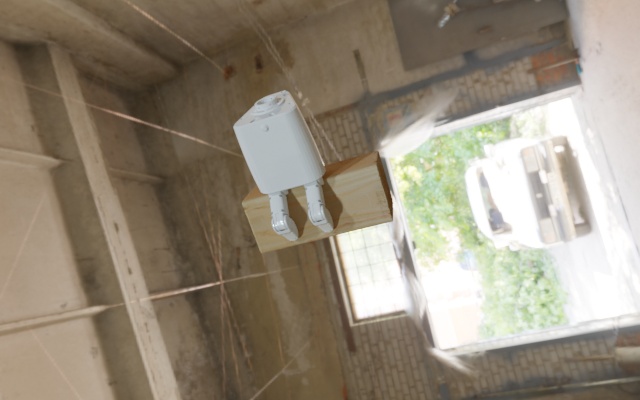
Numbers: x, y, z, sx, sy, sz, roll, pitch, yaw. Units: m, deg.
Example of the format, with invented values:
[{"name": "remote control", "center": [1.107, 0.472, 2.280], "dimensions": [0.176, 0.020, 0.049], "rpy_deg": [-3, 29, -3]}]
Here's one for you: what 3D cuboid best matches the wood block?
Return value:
[{"name": "wood block", "center": [0.000, 0.002, 0.730], "dimensions": [0.206, 0.090, 0.090], "rpy_deg": [-15, 17, 14]}]
